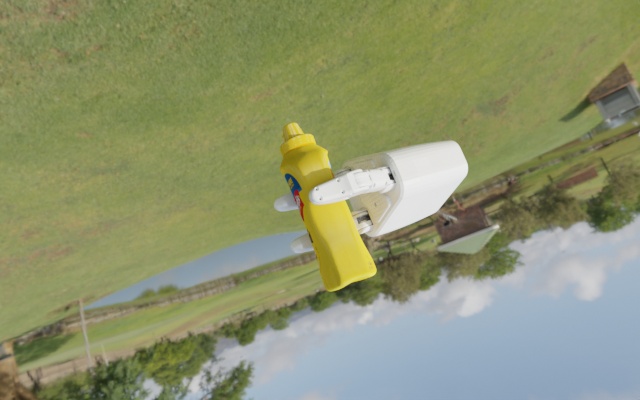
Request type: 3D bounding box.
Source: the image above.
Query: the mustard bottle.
[{"bbox_3d":[0.000,0.002,0.529,0.058,0.191,0.096,-21,-10,-5],"label":"mustard bottle"}]
